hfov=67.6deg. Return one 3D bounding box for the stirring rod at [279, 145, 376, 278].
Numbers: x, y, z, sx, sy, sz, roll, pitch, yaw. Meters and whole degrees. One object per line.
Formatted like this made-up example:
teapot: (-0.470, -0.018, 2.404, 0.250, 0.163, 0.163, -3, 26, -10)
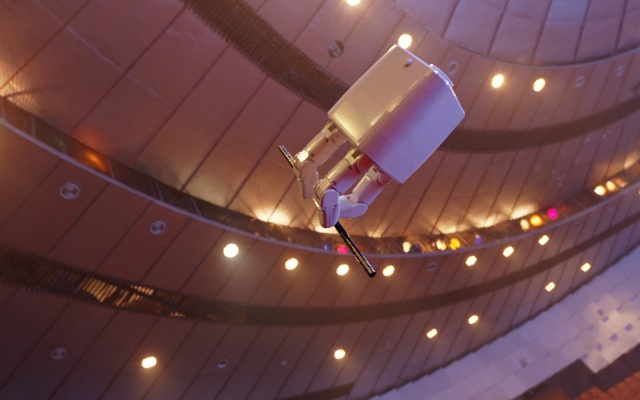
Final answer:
stirring rod: (0.000, 0.002, 0.553, 0.011, 0.011, 0.239, 0, 37, -32)
